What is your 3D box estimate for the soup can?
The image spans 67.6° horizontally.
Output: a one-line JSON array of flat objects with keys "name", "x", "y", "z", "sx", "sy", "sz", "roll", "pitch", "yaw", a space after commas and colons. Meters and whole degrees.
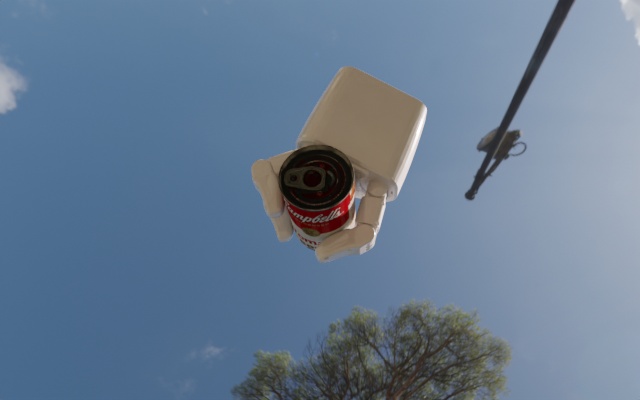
[{"name": "soup can", "x": 0.000, "y": 0.002, "z": 0.466, "sx": 0.068, "sy": 0.068, "sz": 0.102, "roll": 0, "pitch": -27, "yaw": 5}]
